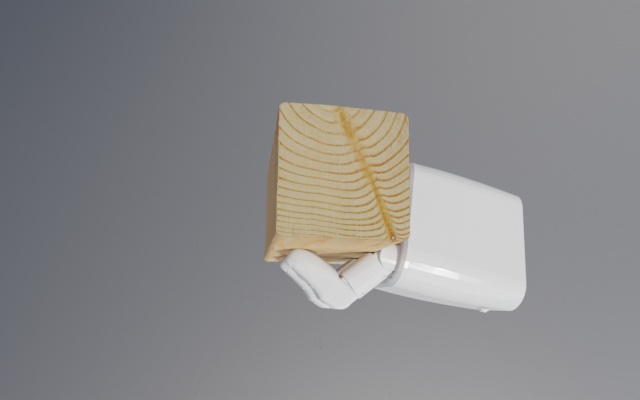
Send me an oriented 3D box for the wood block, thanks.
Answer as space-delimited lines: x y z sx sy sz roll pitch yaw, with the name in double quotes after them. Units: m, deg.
0.000 0.001 0.409 0.090 0.090 0.206 3 -12 -8 "wood block"
